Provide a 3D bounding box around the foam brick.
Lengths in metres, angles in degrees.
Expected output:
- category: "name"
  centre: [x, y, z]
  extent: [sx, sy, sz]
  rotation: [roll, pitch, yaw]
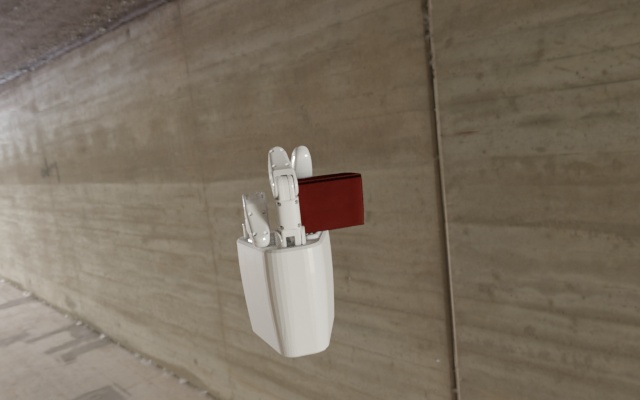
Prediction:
- category: "foam brick"
  centre: [0.000, 0.001, 0.486]
  extent: [0.078, 0.051, 0.053]
  rotation: [-8, 7, -10]
